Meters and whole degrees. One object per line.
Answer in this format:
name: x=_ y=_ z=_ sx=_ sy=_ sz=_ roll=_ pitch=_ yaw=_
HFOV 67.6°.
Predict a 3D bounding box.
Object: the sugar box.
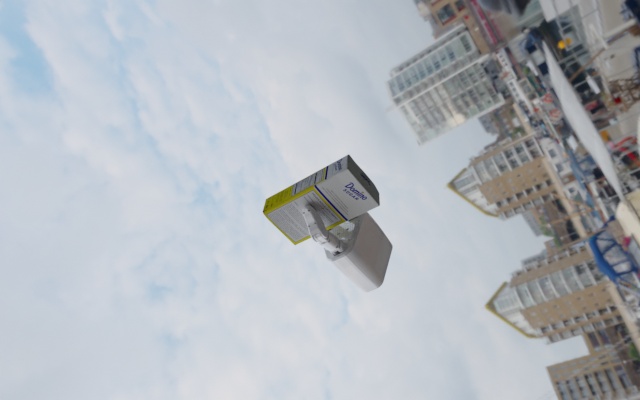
sugar box: x=0.000 y=0.002 z=0.788 sx=0.176 sy=0.048 sz=0.093 roll=-28 pitch=-57 yaw=24
